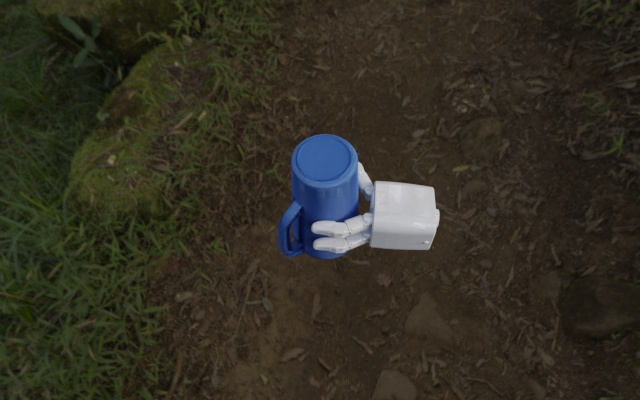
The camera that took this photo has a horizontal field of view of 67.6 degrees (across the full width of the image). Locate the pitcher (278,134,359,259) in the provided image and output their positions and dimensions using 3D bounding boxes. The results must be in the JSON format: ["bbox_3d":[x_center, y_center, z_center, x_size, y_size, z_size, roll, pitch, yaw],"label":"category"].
[{"bbox_3d":[0.000,0.003,0.850,0.145,0.149,0.243,5,-32,4],"label":"pitcher"}]
